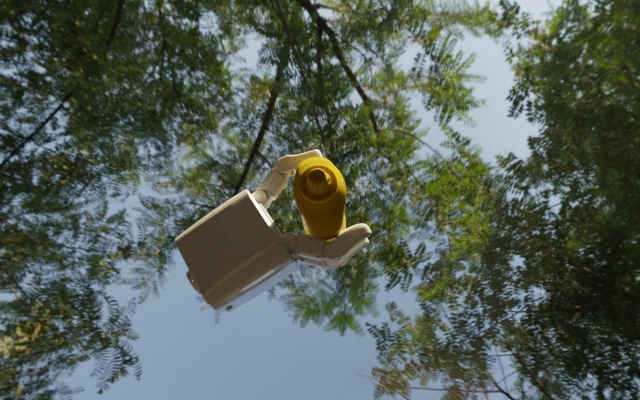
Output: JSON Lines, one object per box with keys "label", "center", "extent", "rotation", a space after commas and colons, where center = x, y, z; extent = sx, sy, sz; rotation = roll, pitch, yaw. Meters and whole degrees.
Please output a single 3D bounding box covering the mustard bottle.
{"label": "mustard bottle", "center": [0.000, 0.002, 0.569], "extent": [0.058, 0.096, 0.192], "rotation": [-10, -16, 0]}
